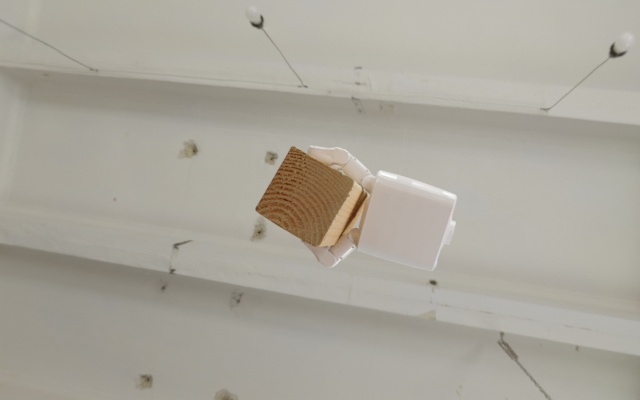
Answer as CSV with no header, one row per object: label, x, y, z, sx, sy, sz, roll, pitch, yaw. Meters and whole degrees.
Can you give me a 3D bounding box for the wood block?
wood block,0.000,0.003,0.646,0.090,0.091,0.206,30,1,11
